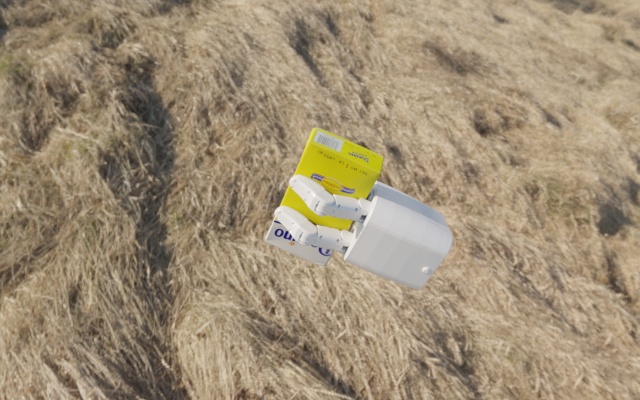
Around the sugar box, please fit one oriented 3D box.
[{"bbox_3d":[0.000,0.002,0.606,0.093,0.176,0.048,24,36,-3],"label":"sugar box"}]
